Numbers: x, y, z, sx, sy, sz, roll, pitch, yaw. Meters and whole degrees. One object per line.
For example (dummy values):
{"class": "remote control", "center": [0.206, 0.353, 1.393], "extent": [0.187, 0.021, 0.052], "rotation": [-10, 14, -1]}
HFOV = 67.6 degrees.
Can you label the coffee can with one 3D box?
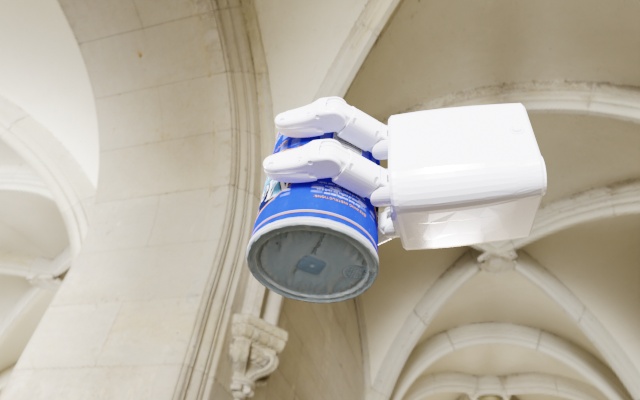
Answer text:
{"class": "coffee can", "center": [0.000, 0.002, 0.413], "extent": [0.103, 0.140, 0.103], "rotation": [4, -43, 4]}
